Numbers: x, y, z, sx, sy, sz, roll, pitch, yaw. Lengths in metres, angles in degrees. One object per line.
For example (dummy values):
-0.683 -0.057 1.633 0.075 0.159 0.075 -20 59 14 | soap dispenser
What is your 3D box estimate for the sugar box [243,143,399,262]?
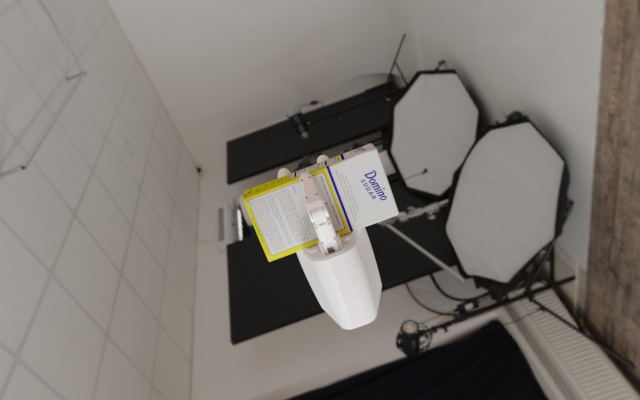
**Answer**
0.000 0.002 0.605 0.176 0.093 0.048 -20 16 1 | sugar box
